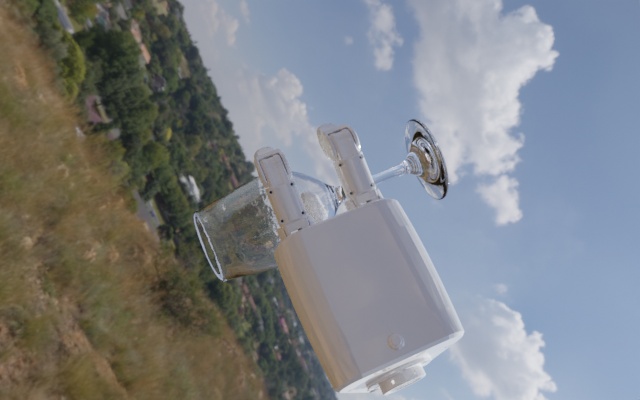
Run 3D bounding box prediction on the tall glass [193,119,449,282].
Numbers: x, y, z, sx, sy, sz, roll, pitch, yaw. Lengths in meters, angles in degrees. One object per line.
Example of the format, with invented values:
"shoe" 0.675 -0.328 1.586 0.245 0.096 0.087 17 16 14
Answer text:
"tall glass" 0.001 0.001 0.400 0.201 0.079 0.079 -22 3 -7
